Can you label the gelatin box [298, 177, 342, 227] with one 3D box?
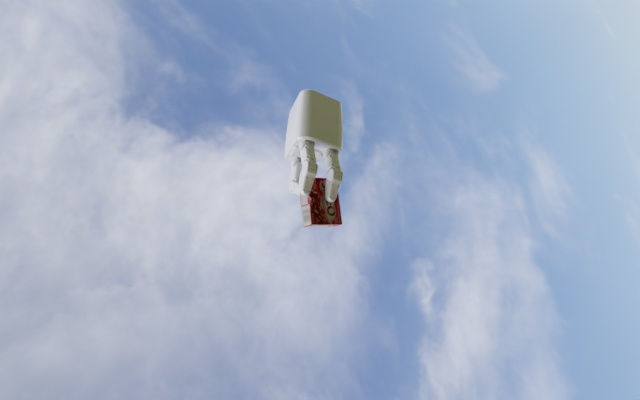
[{"bbox_3d":[0.000,0.003,0.872,0.073,0.089,0.030,2,-12,-39],"label":"gelatin box"}]
